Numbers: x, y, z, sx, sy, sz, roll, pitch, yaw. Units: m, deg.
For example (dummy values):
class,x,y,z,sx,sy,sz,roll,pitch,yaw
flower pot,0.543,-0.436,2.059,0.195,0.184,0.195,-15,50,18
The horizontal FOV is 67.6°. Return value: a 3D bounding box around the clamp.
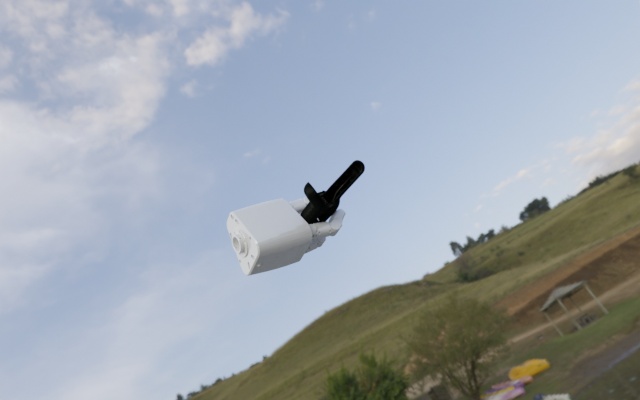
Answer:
class,x,y,z,sx,sy,sz,roll,pitch,yaw
clamp,0.000,0.002,0.820,0.120,0.039,0.172,-15,-30,-36
